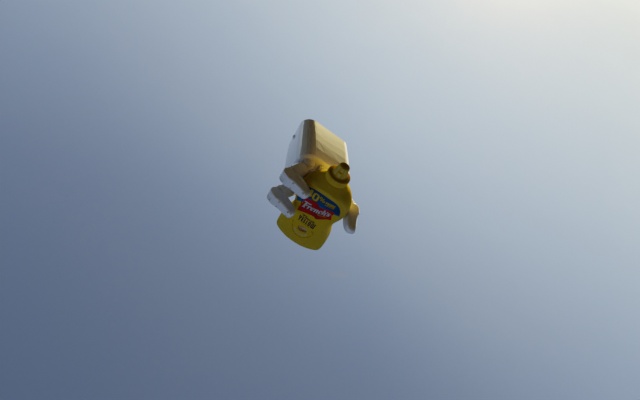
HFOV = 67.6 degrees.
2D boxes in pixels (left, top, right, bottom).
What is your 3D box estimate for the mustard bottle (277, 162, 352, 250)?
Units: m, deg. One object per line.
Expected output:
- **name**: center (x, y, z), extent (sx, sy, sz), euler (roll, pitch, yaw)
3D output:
- **mustard bottle**: center (0.000, 0.003, 0.821), extent (0.096, 0.192, 0.058), euler (35, 43, 0)
